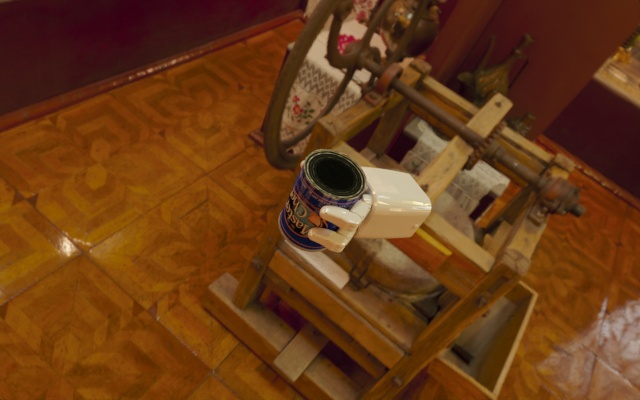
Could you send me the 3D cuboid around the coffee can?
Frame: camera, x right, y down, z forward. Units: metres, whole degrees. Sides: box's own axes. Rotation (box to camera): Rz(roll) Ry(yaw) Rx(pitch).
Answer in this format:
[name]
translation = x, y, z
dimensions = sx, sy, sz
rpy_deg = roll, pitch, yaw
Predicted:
[coffee can]
translation = 0.000, 0.003, 0.767
dimensions = 0.103, 0.102, 0.140
rpy_deg = 0, -39, -25
